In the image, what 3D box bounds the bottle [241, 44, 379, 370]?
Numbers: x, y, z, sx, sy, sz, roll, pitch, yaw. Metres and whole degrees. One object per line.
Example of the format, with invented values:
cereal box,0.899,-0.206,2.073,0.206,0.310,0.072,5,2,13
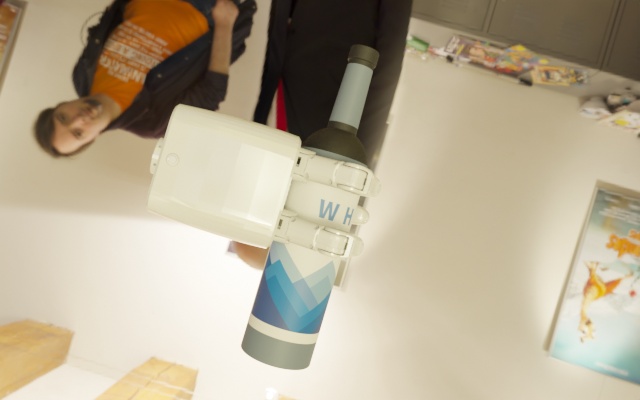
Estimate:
bottle,0.000,0.002,0.442,0.069,0.295,0.069,16,-1,0
